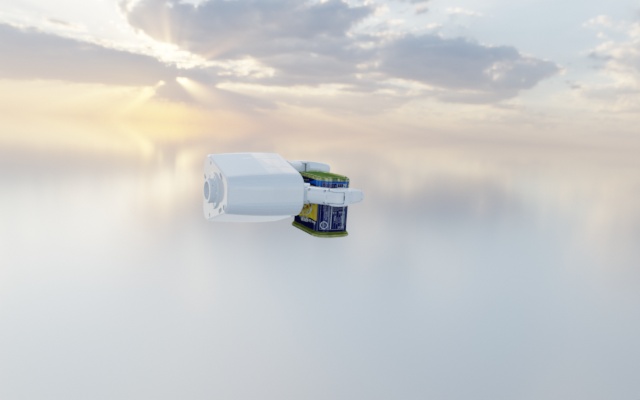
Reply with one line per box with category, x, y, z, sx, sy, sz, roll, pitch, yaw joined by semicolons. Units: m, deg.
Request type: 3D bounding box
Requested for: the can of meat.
can of meat;0.000;0.002;0.697;0.057;0.084;0.102;-1;9;-27
